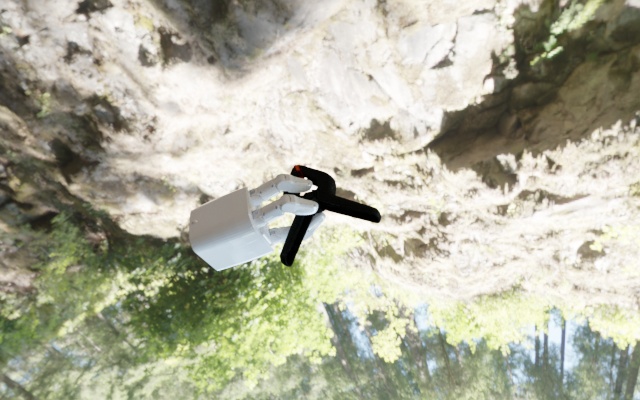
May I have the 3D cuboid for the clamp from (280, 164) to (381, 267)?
[{"bbox_3d":[0.000,0.003,0.779,0.164,0.036,0.209,-21,40,4],"label":"clamp"}]
